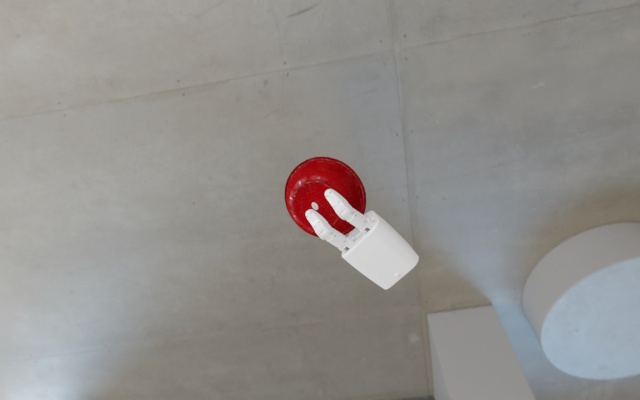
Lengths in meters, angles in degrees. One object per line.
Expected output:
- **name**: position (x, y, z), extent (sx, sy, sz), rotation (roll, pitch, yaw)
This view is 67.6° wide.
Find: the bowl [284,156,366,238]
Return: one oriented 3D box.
- **bowl**: position (-0.001, 0.002, 0.879), extent (0.162, 0.162, 0.055), rotation (0, 16, 18)
